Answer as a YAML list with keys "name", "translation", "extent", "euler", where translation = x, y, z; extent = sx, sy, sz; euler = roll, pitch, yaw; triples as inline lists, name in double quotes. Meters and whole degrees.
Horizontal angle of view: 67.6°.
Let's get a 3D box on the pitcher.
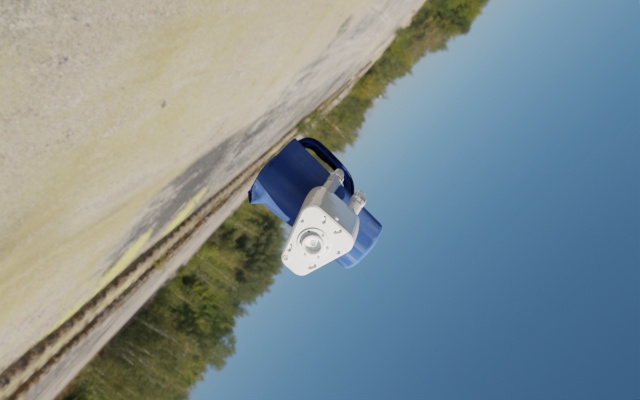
- name: "pitcher"
  translation: [0.000, 0.003, 0.889]
  extent: [0.243, 0.149, 0.145]
  euler: [41, 14, -4]
